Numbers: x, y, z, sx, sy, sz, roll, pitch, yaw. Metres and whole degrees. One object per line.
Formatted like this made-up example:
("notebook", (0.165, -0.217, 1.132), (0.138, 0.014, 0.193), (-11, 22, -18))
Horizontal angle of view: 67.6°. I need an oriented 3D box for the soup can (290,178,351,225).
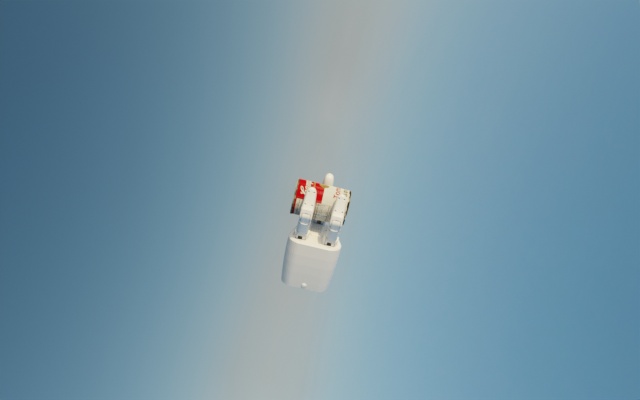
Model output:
("soup can", (0.001, 0.002, 0.885), (0.102, 0.068, 0.068), (13, 0, -2))
